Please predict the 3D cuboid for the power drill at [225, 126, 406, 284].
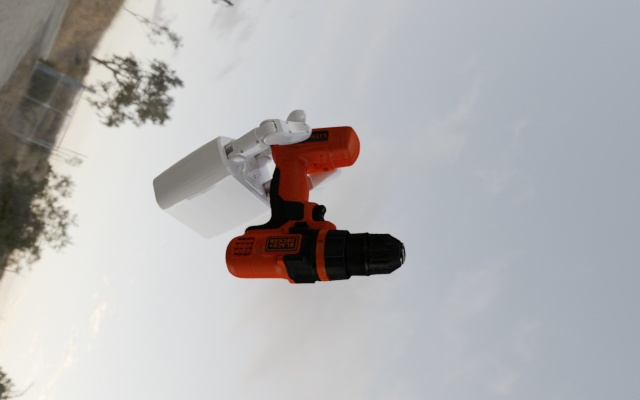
[{"bbox_3d":[0.000,0.001,0.520,0.184,0.187,0.057,-2,-40,13],"label":"power drill"}]
